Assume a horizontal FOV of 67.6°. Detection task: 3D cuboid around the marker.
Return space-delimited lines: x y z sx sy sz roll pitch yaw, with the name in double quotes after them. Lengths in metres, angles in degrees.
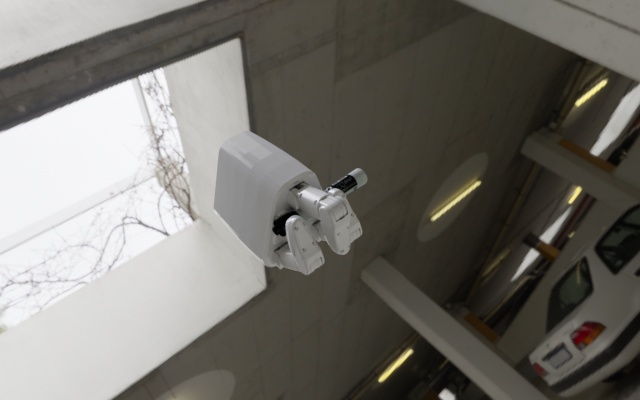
0.000 0.002 0.491 0.121 0.020 0.020 -33 17 -29 "marker"
